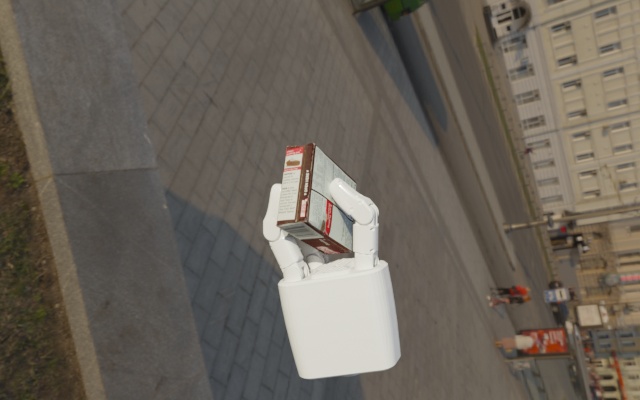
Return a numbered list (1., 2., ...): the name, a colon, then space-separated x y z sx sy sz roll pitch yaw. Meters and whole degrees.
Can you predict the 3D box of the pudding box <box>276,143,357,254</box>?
1. pudding box: 0.000 0.002 0.522 0.039 0.090 0.113 -6 -23 26
